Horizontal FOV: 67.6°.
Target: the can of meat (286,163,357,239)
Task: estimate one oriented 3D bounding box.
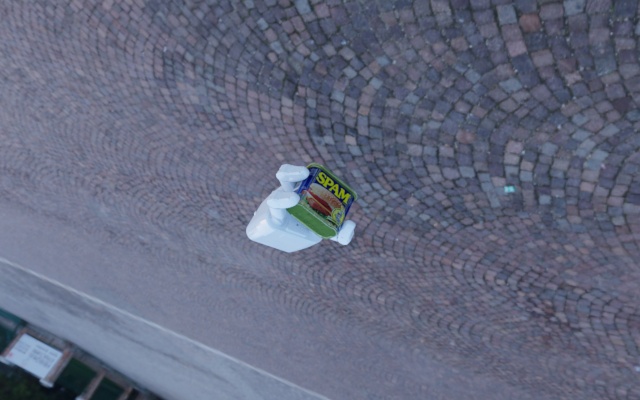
[{"bbox_3d":[0.000,0.003,0.794,0.102,0.084,0.057,38,-31,-17],"label":"can of meat"}]
